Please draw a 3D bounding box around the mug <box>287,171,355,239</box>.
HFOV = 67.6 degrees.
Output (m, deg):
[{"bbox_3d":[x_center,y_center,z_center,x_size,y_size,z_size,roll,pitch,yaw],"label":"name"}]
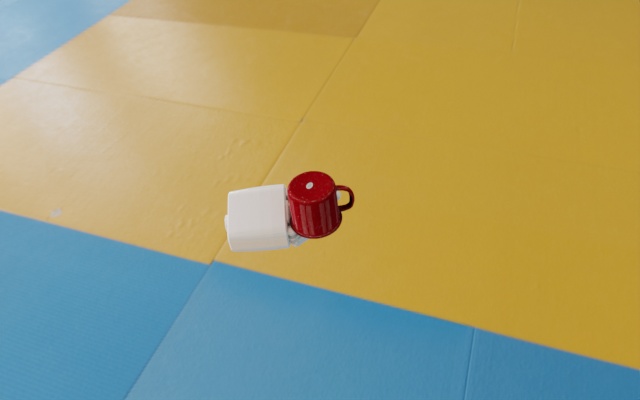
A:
[{"bbox_3d":[0.002,0.002,0.812,0.117,0.082,0.093,-8,44,0],"label":"mug"}]
